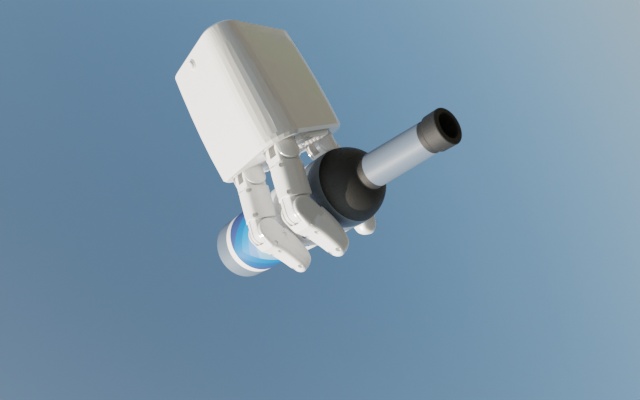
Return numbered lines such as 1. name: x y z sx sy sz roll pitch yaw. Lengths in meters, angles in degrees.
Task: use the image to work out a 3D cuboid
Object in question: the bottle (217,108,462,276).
1. bottle: 0.000 0.002 0.425 0.069 0.069 0.296 0 -20 -38
